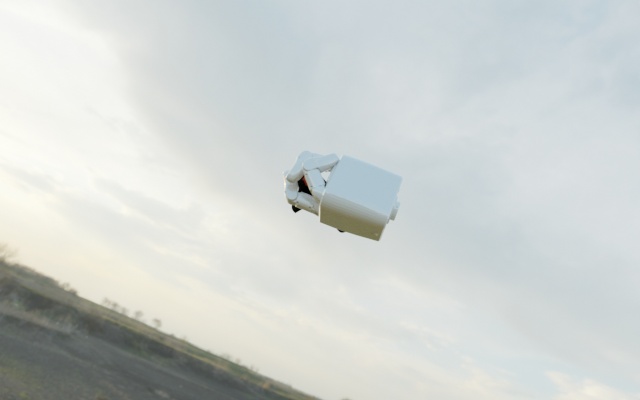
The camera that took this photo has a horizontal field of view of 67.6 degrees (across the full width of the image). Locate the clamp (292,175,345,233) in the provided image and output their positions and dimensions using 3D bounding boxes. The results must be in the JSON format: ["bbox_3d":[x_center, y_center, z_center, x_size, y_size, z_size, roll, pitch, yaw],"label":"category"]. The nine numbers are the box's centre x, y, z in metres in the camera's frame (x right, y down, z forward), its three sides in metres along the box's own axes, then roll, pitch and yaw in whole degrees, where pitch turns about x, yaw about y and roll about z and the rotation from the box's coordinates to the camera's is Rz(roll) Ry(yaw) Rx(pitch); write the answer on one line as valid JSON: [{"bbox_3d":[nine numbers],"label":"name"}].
[{"bbox_3d":[0.000,0.002,0.853,0.120,0.039,0.171,20,-22,8],"label":"clamp"}]
